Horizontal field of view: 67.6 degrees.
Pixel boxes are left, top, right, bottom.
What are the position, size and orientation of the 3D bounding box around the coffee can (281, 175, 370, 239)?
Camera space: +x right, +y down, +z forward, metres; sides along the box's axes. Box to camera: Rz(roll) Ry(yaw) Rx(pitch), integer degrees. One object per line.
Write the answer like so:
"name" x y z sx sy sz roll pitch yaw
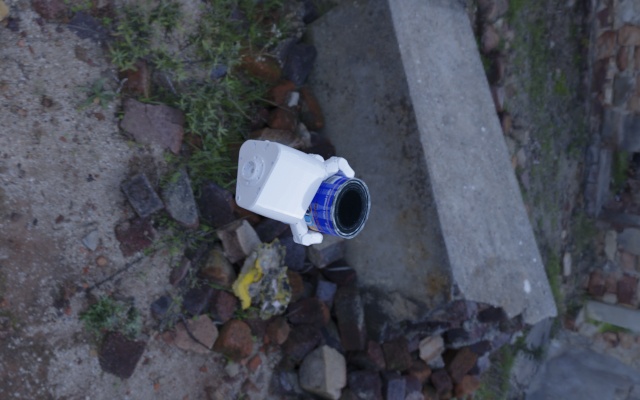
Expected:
"coffee can" 0.000 0.003 0.831 0.140 0.103 0.103 11 7 41
